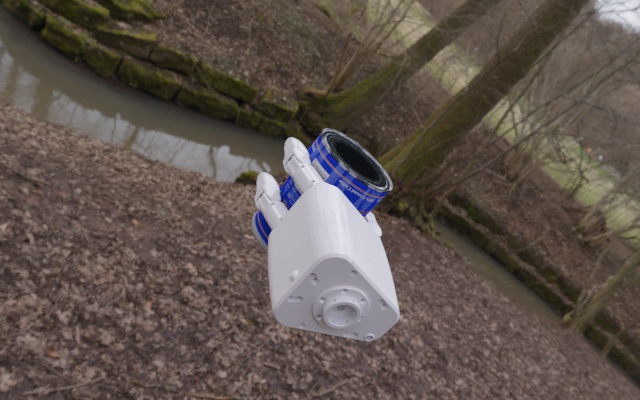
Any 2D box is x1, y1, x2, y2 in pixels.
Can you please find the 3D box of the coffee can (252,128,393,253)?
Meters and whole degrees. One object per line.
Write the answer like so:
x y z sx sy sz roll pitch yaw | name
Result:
0.000 0.002 0.561 0.140 0.102 0.103 -49 -24 23 | coffee can
